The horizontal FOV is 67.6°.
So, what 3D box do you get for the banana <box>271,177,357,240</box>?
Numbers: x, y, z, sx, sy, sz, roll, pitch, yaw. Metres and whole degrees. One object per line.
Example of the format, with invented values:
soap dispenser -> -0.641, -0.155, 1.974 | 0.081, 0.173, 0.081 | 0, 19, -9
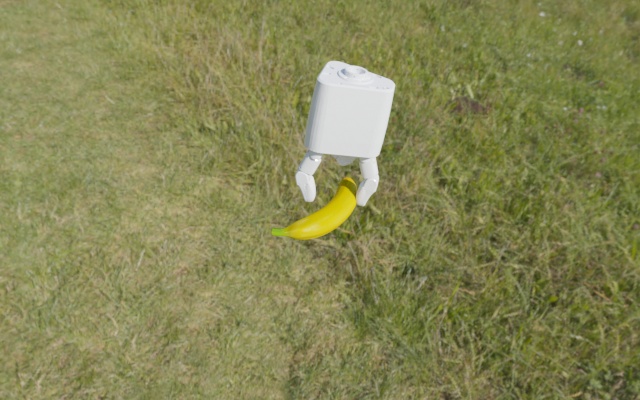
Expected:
banana -> 0.013, 0.012, 0.742 | 0.069, 0.037, 0.197 | 30, 40, 24
